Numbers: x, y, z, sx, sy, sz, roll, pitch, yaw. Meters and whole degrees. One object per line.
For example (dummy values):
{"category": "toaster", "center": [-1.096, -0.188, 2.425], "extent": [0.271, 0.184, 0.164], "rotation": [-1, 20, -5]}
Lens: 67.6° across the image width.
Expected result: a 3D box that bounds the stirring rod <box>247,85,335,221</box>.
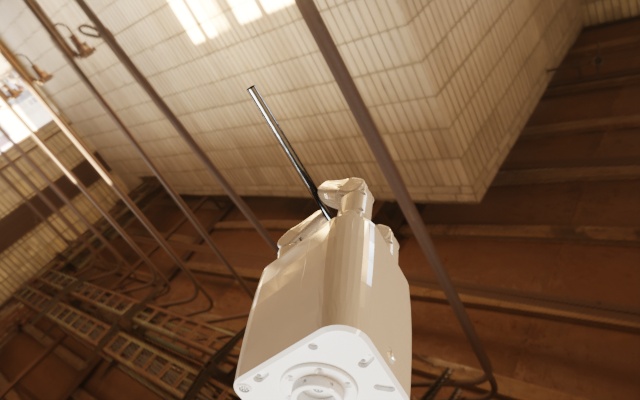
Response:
{"category": "stirring rod", "center": [0.000, 0.001, 0.436], "extent": [0.011, 0.240, 0.011], "rotation": [-24, 28, 14]}
